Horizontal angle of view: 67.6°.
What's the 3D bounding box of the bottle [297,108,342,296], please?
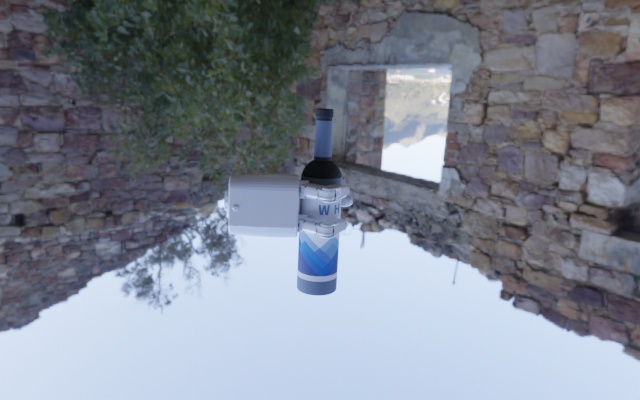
[{"bbox_3d":[0.000,0.003,0.767,0.069,0.296,0.069,3,12,-1],"label":"bottle"}]
